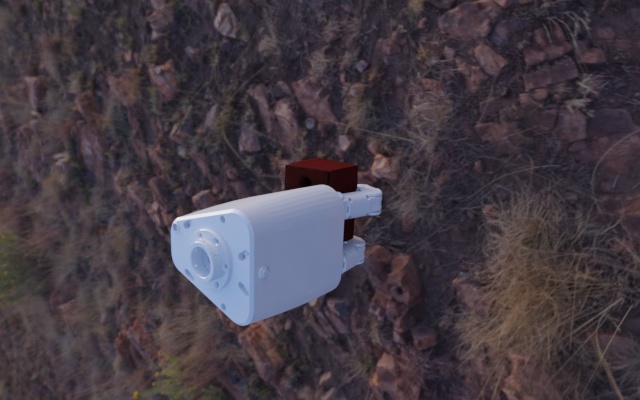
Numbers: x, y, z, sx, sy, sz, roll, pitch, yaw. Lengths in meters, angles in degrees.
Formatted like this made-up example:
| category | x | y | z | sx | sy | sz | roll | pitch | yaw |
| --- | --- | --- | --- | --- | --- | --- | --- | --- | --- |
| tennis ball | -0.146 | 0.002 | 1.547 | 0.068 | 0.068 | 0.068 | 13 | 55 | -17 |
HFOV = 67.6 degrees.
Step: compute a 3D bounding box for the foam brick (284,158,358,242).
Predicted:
| category | x | y | z | sx | sy | sz | roll | pitch | yaw |
| --- | --- | --- | --- | --- | --- | --- | --- | --- | --- |
| foam brick | 0.000 | 0.001 | 0.468 | 0.053 | 0.078 | 0.051 | 12 | 16 | 36 |
